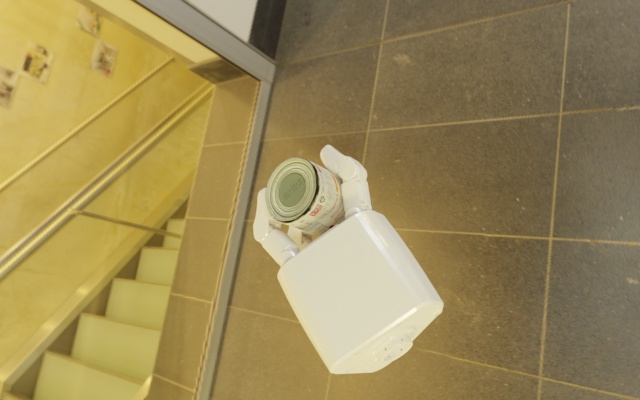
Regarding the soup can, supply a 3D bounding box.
[{"bbox_3d":[0.000,0.001,0.500,0.068,0.068,0.102,0,-14,38],"label":"soup can"}]
